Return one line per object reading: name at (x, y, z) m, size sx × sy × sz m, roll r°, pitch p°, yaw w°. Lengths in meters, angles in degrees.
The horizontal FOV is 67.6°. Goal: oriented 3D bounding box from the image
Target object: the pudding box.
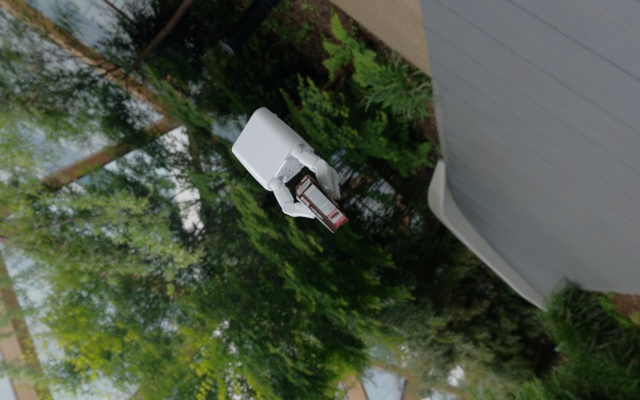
pudding box at (0.000, 0.003, 0.827) m, size 0.090 × 0.039 × 0.113 m, roll 44°, pitch 6°, yaw -10°
